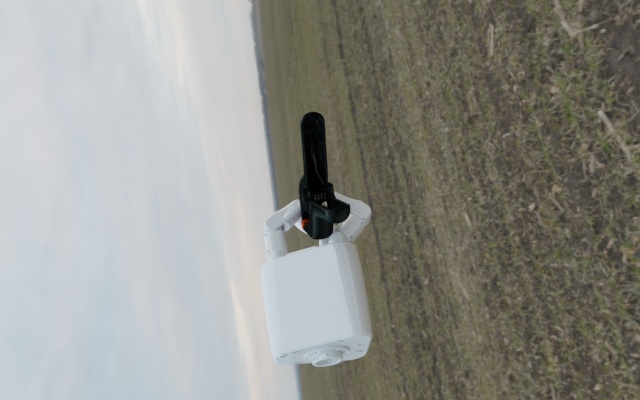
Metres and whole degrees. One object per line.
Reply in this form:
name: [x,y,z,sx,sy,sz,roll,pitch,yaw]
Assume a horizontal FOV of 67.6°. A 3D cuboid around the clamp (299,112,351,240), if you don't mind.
clamp: [-0.001,0.002,0.519,0.039,0.120,0.172,-7,-33,-6]
